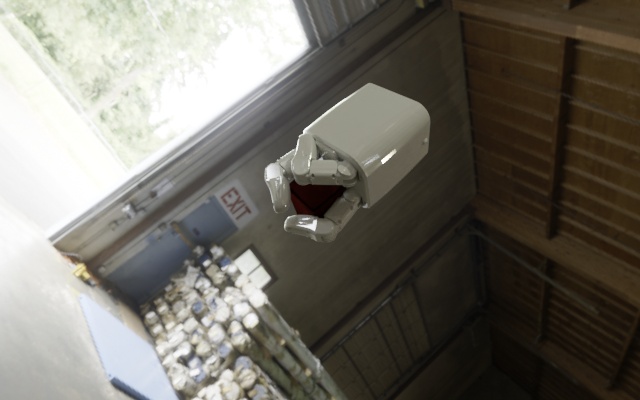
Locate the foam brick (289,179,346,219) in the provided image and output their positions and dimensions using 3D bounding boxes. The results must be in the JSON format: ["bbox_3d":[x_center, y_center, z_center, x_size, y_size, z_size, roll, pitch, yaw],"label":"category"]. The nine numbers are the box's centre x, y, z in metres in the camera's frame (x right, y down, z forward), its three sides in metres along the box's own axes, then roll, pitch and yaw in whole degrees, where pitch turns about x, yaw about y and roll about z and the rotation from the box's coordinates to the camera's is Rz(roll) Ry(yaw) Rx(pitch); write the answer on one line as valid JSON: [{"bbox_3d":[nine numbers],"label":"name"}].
[{"bbox_3d":[0.000,0.002,0.582,0.053,0.051,0.078,42,-16,27],"label":"foam brick"}]
